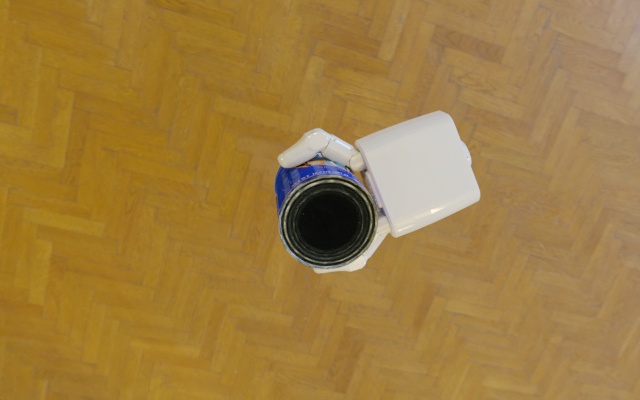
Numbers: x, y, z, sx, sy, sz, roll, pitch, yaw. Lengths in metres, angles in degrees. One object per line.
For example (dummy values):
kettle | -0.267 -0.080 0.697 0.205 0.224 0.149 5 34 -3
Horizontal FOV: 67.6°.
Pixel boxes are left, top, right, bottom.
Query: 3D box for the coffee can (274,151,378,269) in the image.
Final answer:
coffee can | 0.000 0.002 0.546 0.103 0.103 0.140 0 18 -7
